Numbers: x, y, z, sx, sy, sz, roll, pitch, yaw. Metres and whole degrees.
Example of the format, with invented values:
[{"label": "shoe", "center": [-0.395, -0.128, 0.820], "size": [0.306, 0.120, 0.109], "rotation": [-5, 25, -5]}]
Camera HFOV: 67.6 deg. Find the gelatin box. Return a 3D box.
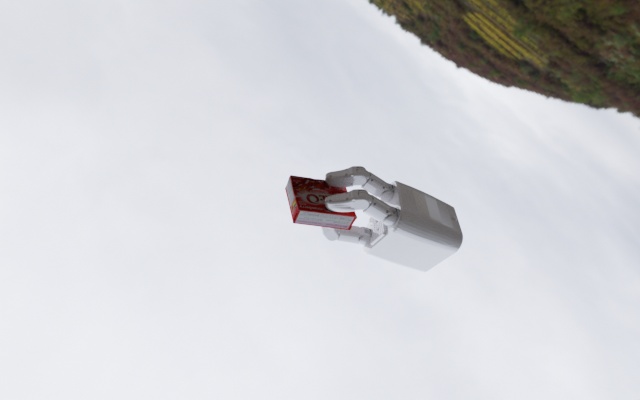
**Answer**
[{"label": "gelatin box", "center": [0.000, 0.002, 0.672], "size": [0.089, 0.030, 0.073], "rotation": [7, 40, -22]}]
